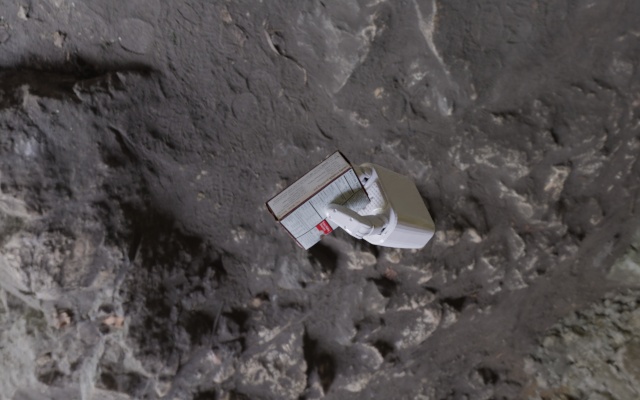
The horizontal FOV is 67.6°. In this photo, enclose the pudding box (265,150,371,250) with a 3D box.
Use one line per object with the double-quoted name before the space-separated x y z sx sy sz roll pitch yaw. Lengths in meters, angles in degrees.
"pudding box" 0.000 0.002 0.595 0.113 0.039 0.090 -38 -36 -2
